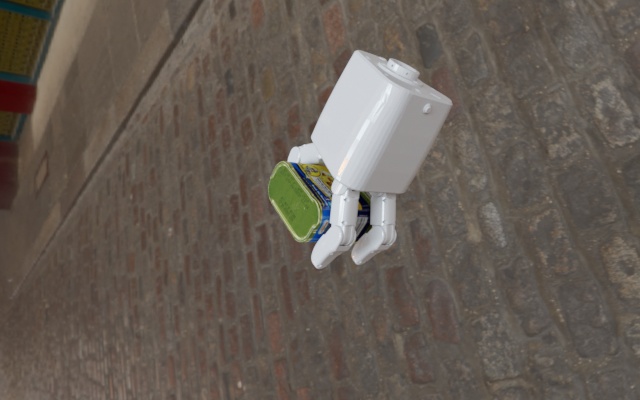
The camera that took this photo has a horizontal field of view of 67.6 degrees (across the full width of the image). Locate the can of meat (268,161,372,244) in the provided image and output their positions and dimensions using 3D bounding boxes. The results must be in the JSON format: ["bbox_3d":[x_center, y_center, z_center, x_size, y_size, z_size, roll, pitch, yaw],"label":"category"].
[{"bbox_3d":[0.000,0.002,0.530,0.084,0.057,0.102,3,37,-41],"label":"can of meat"}]
